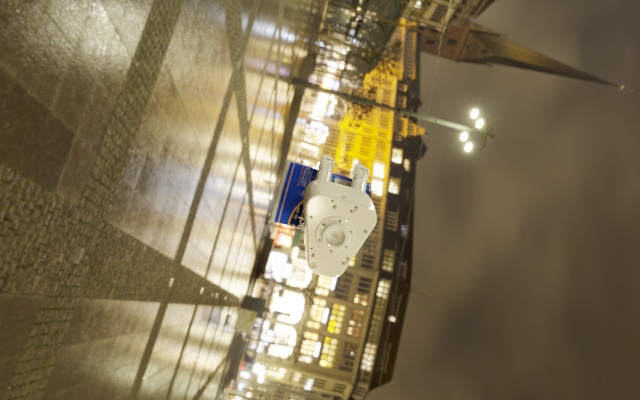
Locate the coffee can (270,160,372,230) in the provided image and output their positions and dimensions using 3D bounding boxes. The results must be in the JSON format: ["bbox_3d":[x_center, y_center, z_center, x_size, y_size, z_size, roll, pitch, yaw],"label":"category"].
[{"bbox_3d":[0.000,0.002,0.766,0.140,0.103,0.103,15,-1,-3],"label":"coffee can"}]
